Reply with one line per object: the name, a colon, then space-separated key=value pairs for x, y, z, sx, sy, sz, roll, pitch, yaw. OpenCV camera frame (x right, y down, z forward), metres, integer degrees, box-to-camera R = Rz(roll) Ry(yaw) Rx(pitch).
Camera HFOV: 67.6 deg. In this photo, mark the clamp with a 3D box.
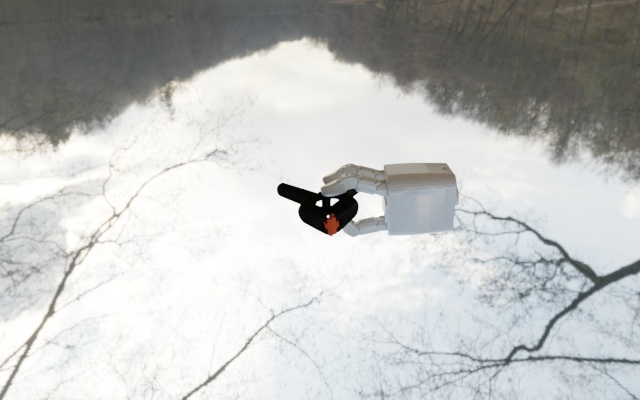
clamp: x=0.000 y=0.003 z=0.773 sx=0.164 sy=0.036 sz=0.210 roll=-5 pitch=21 yaw=5
